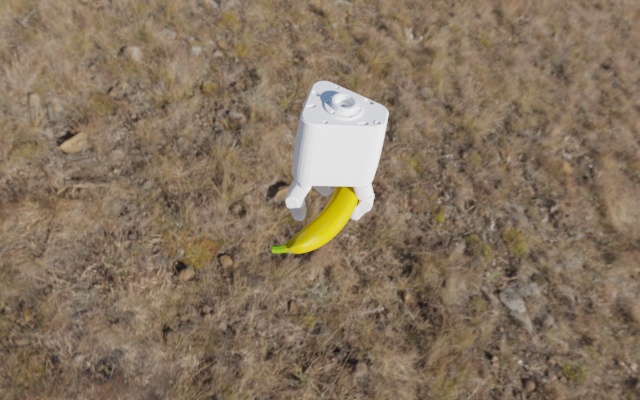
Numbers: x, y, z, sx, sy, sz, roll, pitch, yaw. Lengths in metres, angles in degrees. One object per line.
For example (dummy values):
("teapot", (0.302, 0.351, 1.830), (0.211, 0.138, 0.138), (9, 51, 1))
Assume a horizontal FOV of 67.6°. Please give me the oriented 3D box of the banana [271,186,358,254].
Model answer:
("banana", (0.013, 0.012, 0.690), (0.069, 0.037, 0.197), (26, 56, 26))
